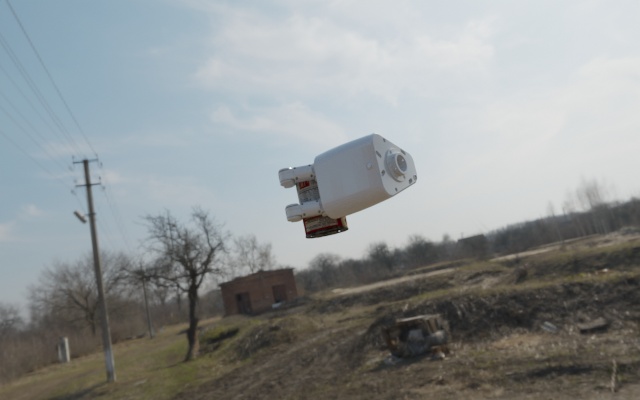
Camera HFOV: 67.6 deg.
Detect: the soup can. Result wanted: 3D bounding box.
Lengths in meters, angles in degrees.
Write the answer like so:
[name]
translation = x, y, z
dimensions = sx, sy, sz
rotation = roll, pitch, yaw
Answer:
[soup can]
translation = 0.000, 0.002, 0.742
dimensions = 0.068, 0.102, 0.068
rotation = -12, -10, -2
